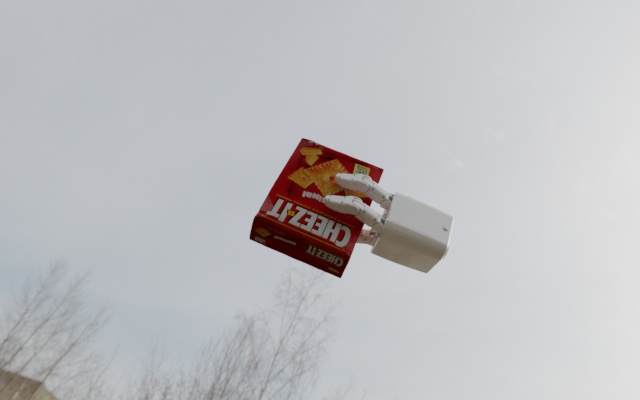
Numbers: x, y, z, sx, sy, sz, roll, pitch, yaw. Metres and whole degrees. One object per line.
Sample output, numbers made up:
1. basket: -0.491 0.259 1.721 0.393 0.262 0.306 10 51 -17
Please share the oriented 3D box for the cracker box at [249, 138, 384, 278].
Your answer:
1. cracker box: 0.000 0.003 0.813 0.164 0.213 0.072 22 -42 4
